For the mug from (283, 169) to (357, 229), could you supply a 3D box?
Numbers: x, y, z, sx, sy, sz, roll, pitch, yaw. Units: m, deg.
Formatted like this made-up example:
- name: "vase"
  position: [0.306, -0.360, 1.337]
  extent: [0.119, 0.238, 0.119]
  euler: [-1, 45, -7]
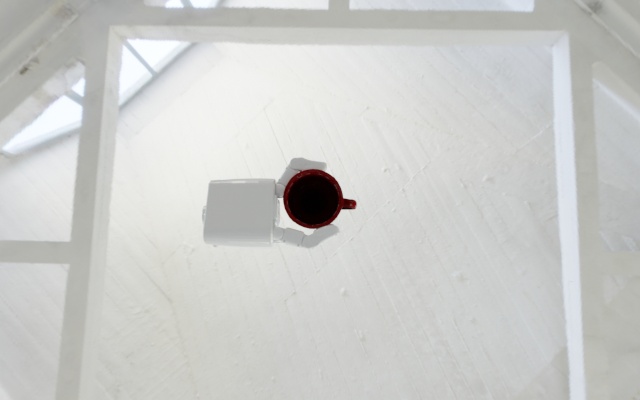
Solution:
- name: "mug"
  position: [0.002, 0.003, 0.771]
  extent: [0.117, 0.093, 0.081]
  euler: [2, -7, -1]
